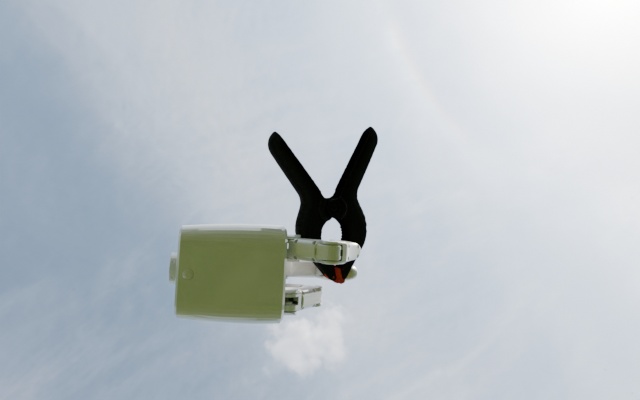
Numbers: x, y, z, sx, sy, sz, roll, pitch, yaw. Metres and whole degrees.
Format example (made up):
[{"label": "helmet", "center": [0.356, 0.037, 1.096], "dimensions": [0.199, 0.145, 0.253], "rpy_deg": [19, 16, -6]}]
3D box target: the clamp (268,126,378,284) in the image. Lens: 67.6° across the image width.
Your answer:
[{"label": "clamp", "center": [0.000, 0.002, 0.510], "dimensions": [0.120, 0.171, 0.039], "rpy_deg": [3, -2, -11]}]
